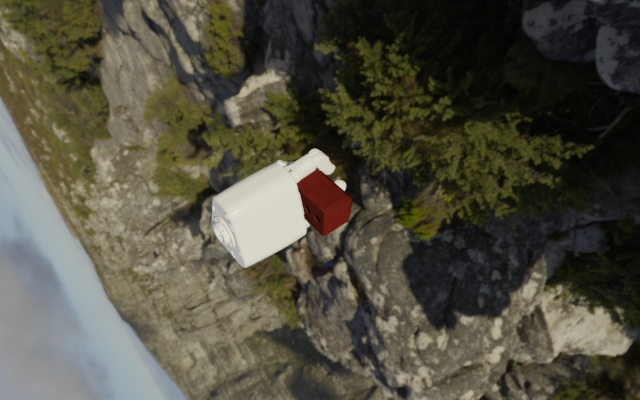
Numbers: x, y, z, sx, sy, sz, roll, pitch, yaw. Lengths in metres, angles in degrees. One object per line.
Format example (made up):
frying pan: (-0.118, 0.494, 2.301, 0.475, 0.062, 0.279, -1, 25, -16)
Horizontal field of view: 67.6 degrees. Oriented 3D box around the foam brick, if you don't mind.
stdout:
foam brick: (0.000, 0.002, 0.685, 0.051, 0.053, 0.078, -30, 55, -28)
